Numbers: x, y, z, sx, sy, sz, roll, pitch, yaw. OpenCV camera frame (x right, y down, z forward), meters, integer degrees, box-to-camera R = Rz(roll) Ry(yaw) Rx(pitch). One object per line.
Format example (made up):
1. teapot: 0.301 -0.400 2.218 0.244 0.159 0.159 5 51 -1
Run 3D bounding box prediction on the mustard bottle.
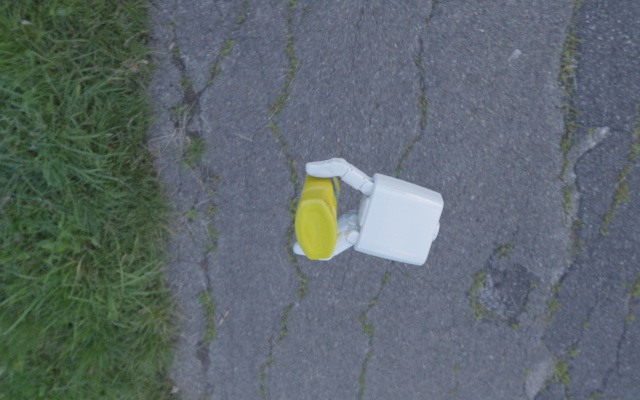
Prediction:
1. mustard bottle: 0.000 0.002 0.730 0.058 0.096 0.191 -6 24 7
